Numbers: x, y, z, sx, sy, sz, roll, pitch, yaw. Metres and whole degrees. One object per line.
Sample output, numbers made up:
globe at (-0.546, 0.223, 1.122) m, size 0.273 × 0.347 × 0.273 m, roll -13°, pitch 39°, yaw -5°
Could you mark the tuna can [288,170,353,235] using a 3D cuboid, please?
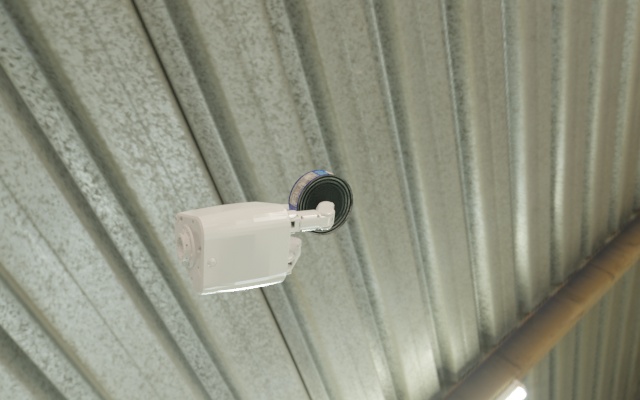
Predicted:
tuna can at (0.000, 0.002, 0.653) m, size 0.086 × 0.086 × 0.033 m, roll 0°, pitch 16°, yaw -31°
